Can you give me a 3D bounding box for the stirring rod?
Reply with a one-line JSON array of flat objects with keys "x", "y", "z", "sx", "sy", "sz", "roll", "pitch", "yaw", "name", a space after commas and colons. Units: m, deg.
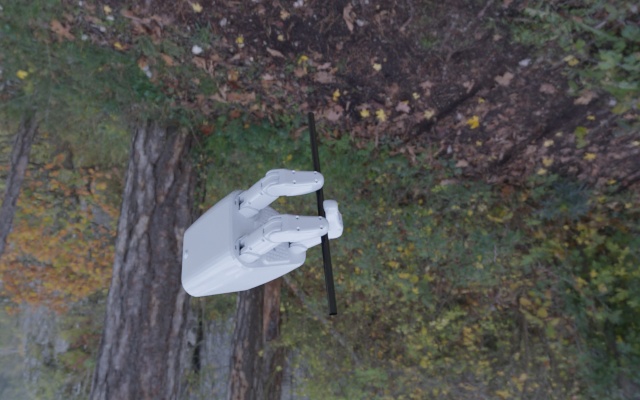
[{"x": 0.000, "y": 0.002, "z": 0.500, "sx": 0.011, "sy": 0.239, "sz": 0.011, "roll": -5, "pitch": -31, "yaw": -3, "name": "stirring rod"}]
